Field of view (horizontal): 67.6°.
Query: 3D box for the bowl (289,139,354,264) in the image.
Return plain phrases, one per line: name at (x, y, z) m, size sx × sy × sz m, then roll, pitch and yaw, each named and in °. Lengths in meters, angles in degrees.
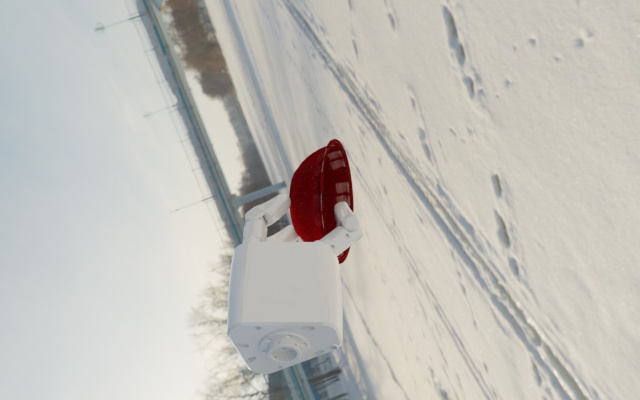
bowl at (0.000, 0.001, 0.625) m, size 0.055 × 0.162 × 0.162 m, roll -2°, pitch -1°, yaw 17°
